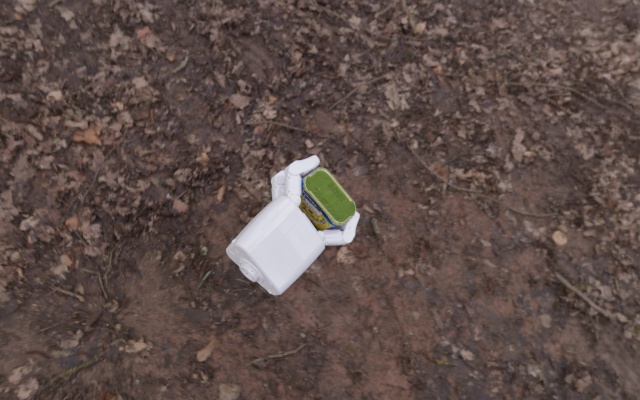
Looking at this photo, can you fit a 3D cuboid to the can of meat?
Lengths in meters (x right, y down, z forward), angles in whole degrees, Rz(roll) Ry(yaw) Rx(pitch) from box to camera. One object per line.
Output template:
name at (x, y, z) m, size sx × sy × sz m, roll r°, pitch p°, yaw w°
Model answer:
can of meat at (0.000, 0.002, 0.774) m, size 0.057 × 0.102 × 0.084 m, roll -43°, pitch 6°, yaw -26°
